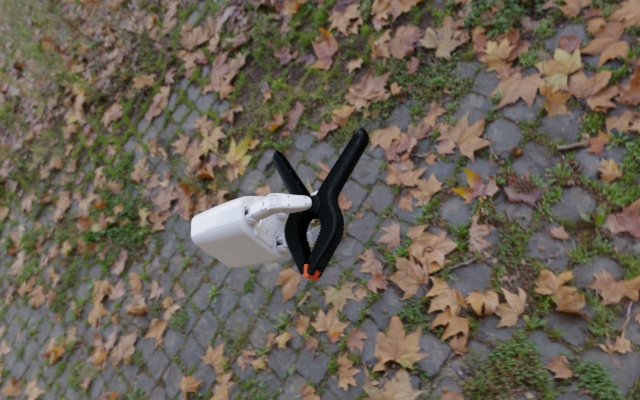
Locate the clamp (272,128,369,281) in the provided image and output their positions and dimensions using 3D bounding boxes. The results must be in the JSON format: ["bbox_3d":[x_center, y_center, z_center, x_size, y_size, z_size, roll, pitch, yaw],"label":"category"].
[{"bbox_3d":[-0.001,0.002,0.661,0.164,0.210,0.036,-18,-26,33],"label":"clamp"}]
